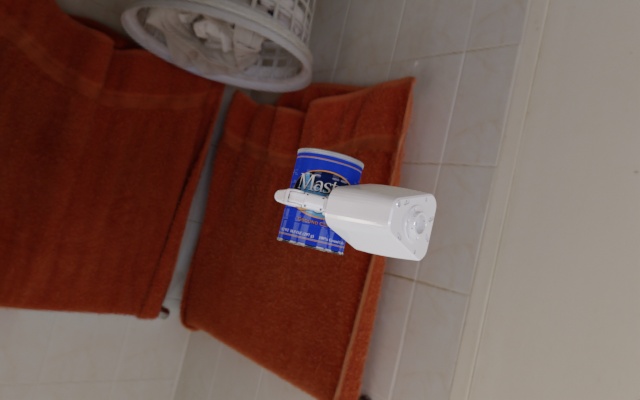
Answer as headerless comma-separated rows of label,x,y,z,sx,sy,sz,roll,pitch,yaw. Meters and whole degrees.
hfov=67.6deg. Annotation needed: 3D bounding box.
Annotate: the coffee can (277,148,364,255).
coffee can,0.000,0.002,0.719,0.103,0.140,0.103,13,-5,1
